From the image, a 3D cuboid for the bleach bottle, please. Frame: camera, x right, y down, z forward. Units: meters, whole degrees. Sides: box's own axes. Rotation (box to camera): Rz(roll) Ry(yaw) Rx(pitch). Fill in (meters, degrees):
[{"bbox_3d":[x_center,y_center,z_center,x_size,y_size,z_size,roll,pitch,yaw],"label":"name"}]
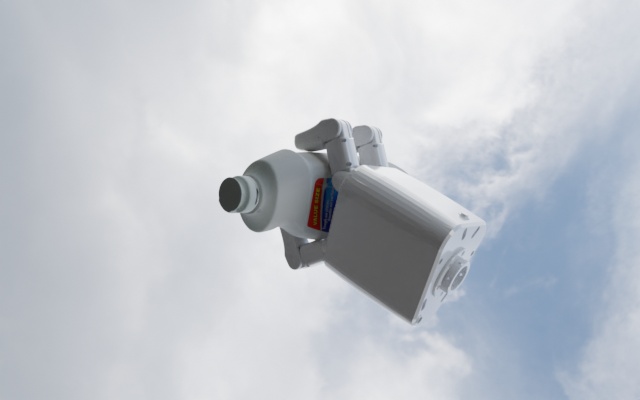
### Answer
[{"bbox_3d":[0.000,0.001,0.485,0.068,0.102,0.251,33,20,32],"label":"bleach bottle"}]
